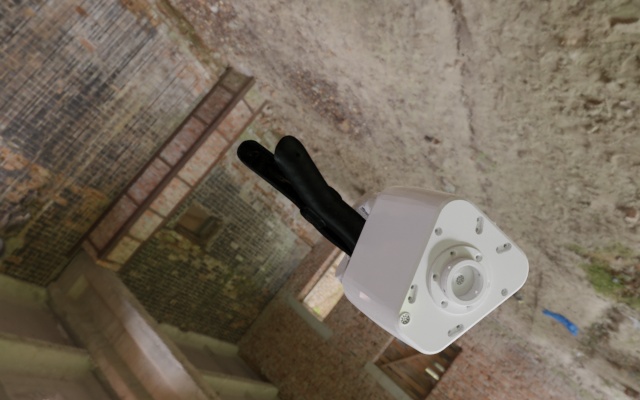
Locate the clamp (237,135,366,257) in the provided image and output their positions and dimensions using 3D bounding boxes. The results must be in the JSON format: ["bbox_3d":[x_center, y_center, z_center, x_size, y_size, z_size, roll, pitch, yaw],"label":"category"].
[{"bbox_3d":[0.000,0.002,0.434,0.171,0.039,0.120,41,-7,-14],"label":"clamp"}]
